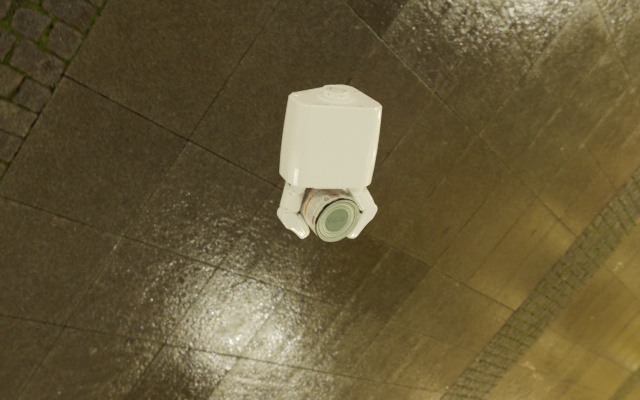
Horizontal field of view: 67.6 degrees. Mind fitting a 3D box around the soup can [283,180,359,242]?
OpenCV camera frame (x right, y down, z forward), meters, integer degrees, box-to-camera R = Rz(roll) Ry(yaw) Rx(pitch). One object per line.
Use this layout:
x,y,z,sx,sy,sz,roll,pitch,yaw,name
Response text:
0.000,0.003,0.659,0.068,0.068,0.102,0,29,-32,soup can
